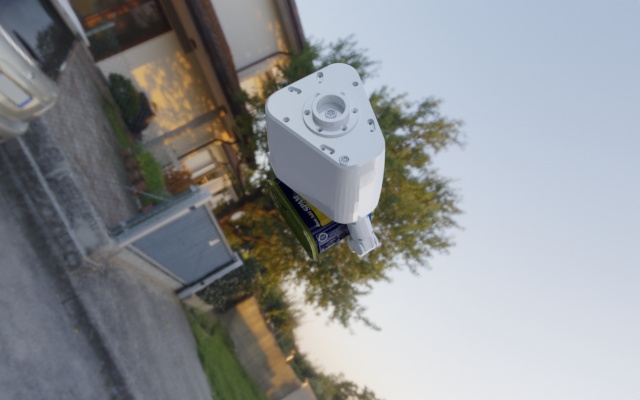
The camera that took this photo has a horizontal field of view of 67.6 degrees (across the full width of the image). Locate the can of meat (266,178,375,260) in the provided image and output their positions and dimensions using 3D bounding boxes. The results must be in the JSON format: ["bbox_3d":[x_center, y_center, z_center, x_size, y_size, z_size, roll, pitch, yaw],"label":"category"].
[{"bbox_3d":[0.000,0.002,0.542,0.084,0.102,0.057,-30,-27,-13],"label":"can of meat"}]
